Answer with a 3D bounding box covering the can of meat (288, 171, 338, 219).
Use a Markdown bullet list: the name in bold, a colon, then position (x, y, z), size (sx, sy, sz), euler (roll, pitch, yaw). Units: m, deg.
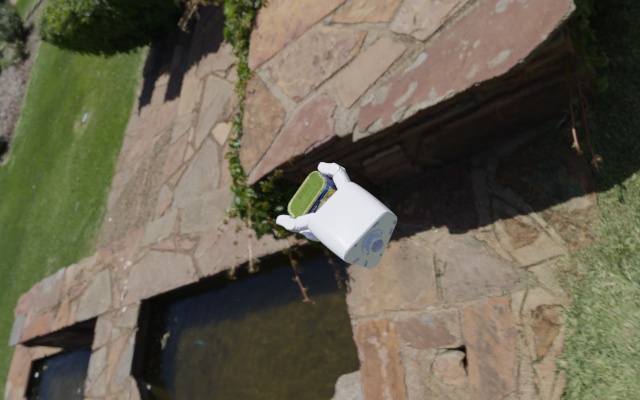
- **can of meat**: position (0.000, 0.003, 0.896), size (0.084, 0.102, 0.057), euler (24, 16, -45)
